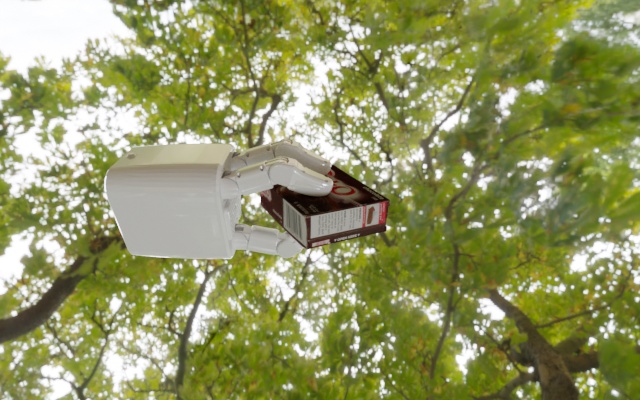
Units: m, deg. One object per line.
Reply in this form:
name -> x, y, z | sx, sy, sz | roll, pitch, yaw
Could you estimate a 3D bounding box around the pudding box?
pudding box -> 0.000, 0.002, 0.474 | 0.090, 0.039, 0.113 | -11, 29, -26
